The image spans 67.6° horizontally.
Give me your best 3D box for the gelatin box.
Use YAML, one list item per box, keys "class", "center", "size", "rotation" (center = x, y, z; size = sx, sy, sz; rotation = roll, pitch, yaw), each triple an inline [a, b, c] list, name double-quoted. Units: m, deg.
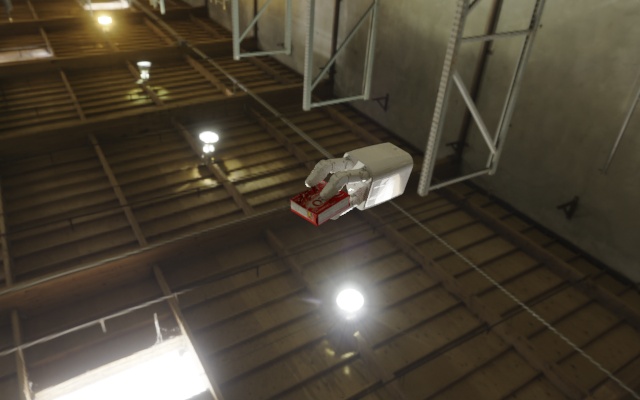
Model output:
- class: "gelatin box"
  center: [0.000, 0.003, 0.890]
  size: [0.089, 0.030, 0.073]
  rotation: [-31, 45, -33]
